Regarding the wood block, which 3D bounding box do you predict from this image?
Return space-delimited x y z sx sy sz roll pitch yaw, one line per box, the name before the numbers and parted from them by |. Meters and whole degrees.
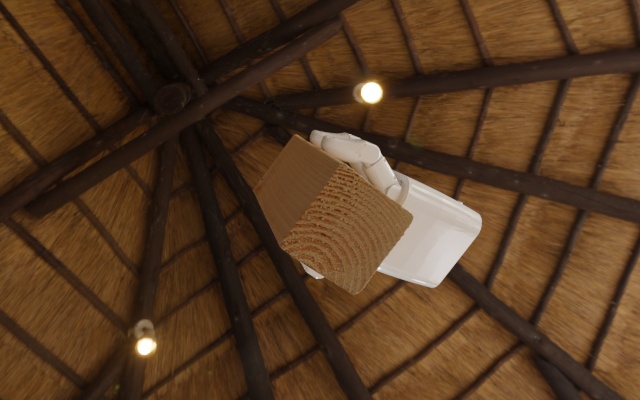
wood block | 0.000 0.002 0.504 0.090 0.091 0.206 35 3 -19
